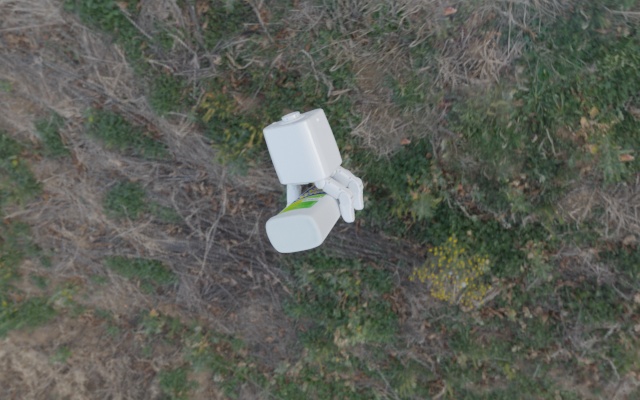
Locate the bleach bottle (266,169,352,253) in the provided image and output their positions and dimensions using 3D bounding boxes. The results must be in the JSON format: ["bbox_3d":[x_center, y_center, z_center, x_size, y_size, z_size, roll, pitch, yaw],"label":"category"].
[{"bbox_3d":[0.000,0.003,0.883,0.102,0.068,0.250,-12,20,27],"label":"bleach bottle"}]
